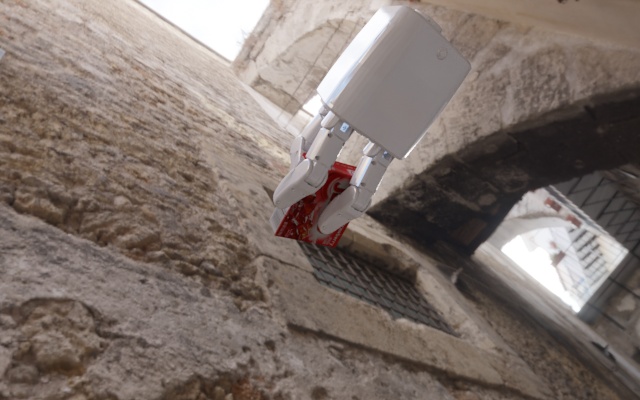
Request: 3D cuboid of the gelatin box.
[{"bbox_3d":[0.000,0.002,0.482,0.073,0.089,0.030,14,29,-29],"label":"gelatin box"}]
